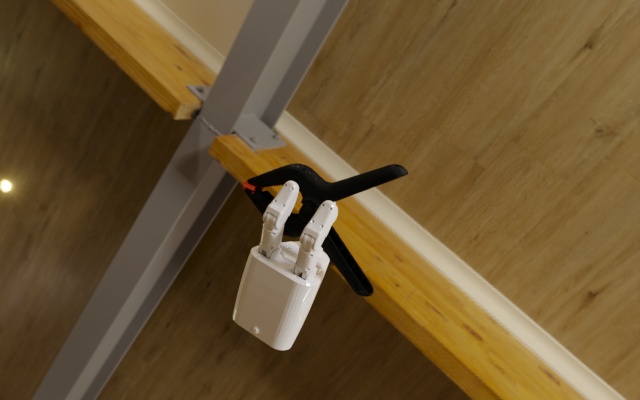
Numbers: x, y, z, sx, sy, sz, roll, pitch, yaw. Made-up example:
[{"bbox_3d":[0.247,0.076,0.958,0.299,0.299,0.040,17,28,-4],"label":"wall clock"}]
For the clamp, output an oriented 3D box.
[{"bbox_3d":[0.000,0.002,0.591,0.210,0.164,0.036,27,17,20],"label":"clamp"}]
